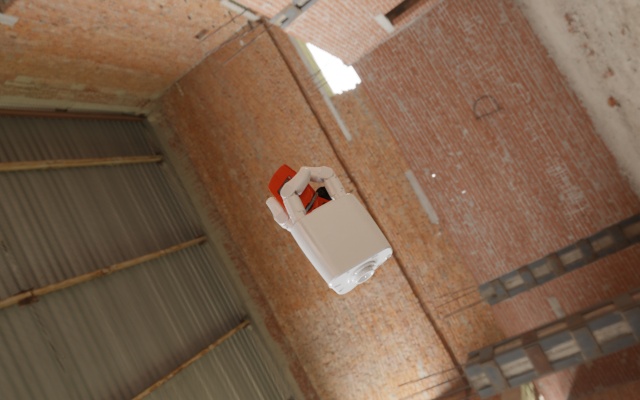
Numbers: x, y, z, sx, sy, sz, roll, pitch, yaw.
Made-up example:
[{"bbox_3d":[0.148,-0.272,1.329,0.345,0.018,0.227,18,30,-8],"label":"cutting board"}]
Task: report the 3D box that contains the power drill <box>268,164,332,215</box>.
[{"bbox_3d":[0.000,0.003,0.842,0.188,0.057,0.184,25,12,-43],"label":"power drill"}]
